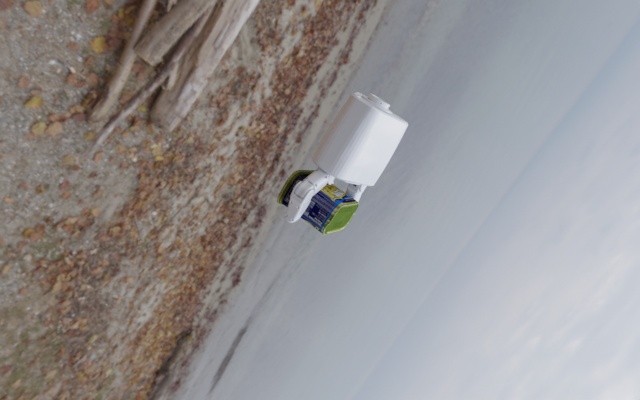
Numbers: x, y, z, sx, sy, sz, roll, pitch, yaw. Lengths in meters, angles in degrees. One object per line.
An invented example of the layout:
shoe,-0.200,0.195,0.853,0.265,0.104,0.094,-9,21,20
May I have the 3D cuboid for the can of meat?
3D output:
can of meat,0.000,0.002,0.688,0.084,0.057,0.102,36,15,17
